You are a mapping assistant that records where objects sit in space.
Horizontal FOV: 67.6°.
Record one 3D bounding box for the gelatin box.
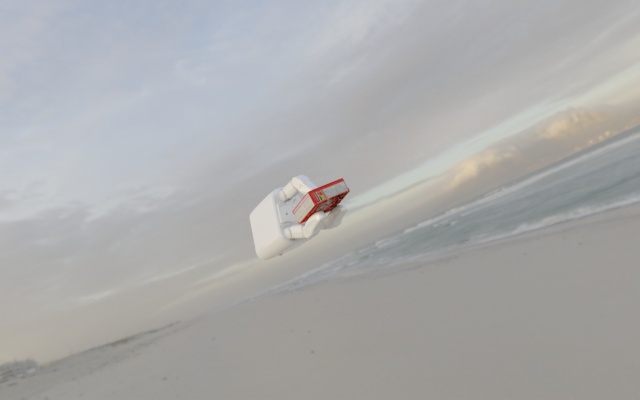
[{"bbox_3d":[0.000,0.002,0.820,0.073,0.030,0.089,-22,-15,-29],"label":"gelatin box"}]
